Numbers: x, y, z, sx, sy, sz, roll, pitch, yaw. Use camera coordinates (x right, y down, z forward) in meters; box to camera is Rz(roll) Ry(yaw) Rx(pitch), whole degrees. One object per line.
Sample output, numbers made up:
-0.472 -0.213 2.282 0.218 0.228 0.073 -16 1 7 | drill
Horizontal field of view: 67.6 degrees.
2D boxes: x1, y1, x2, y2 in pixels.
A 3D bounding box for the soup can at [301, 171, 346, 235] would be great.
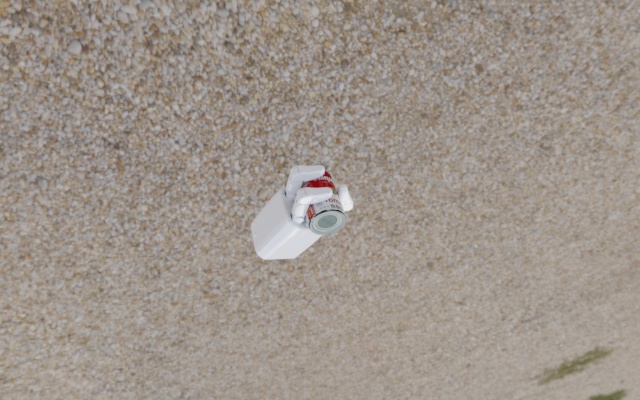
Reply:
0.001 0.003 0.858 0.068 0.102 0.069 -10 -41 -9 | soup can
